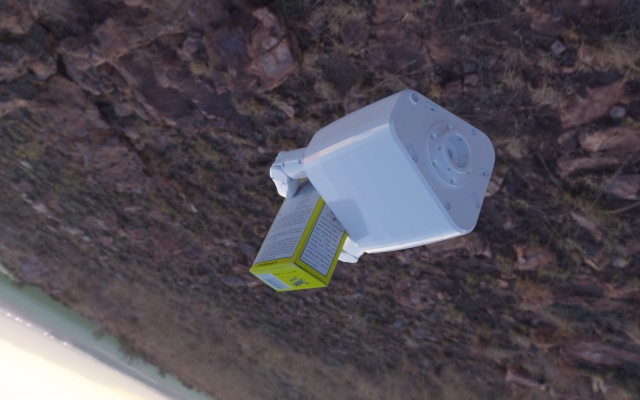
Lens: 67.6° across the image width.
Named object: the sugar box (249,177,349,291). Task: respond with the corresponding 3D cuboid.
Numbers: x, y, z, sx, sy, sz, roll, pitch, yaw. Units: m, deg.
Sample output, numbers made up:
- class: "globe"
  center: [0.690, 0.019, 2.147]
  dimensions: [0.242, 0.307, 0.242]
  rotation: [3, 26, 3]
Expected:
- class: "sugar box"
  center: [0.001, 0.002, 0.477]
  dimensions: [0.048, 0.176, 0.093]
  rotation: [39, -30, -21]
